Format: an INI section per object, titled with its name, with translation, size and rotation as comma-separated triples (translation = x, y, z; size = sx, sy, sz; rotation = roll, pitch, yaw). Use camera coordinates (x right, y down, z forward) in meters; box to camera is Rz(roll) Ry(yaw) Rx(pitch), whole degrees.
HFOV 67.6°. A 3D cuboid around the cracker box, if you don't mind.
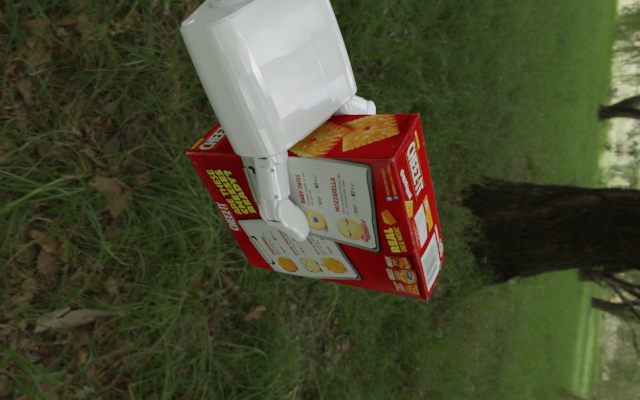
[cracker box]
translation = 0.000, 0.002, 0.461
size = 0.213, 0.164, 0.072
rotation = 6, 44, 32
